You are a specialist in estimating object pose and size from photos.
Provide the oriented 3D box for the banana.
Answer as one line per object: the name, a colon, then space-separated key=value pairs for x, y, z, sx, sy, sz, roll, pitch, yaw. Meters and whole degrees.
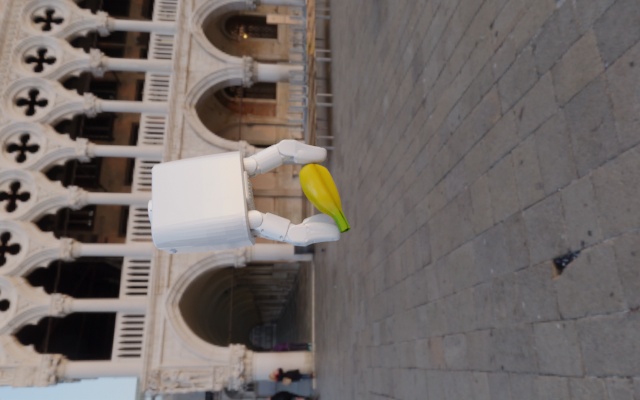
banana: x=-0.004 y=-0.015 z=0.598 sx=0.037 sy=0.070 sz=0.197 roll=-16 pitch=15 yaw=-3
